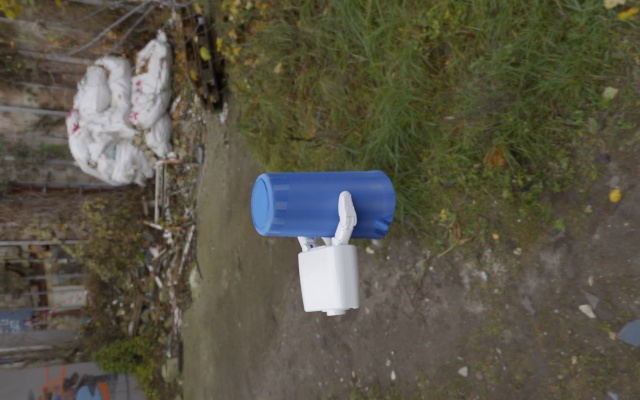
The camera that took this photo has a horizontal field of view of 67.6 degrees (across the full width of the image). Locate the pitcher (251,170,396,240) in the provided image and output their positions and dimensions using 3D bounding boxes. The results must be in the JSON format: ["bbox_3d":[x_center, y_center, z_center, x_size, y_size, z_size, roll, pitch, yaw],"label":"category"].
[{"bbox_3d":[0.000,0.003,0.876,0.243,0.145,0.149,1,-14,-25],"label":"pitcher"}]
